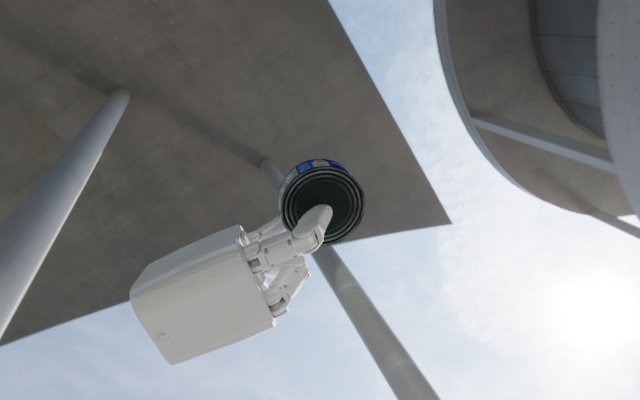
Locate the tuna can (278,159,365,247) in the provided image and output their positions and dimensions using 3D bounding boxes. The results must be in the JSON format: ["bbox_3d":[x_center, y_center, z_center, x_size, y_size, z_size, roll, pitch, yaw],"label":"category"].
[{"bbox_3d":[0.000,0.001,0.488,0.086,0.086,0.033,0,22,-12],"label":"tuna can"}]
